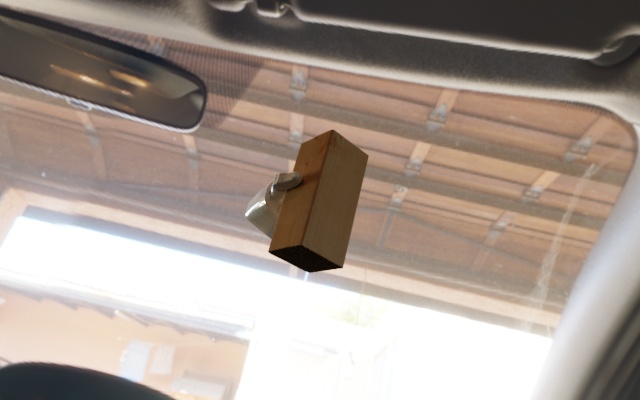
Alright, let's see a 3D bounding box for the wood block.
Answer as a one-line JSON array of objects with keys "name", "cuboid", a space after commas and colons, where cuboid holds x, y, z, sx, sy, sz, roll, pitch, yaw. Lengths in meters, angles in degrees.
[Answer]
[{"name": "wood block", "cuboid": [0.000, 0.002, 0.778, 0.091, 0.206, 0.090, 31, -30, -31]}]
